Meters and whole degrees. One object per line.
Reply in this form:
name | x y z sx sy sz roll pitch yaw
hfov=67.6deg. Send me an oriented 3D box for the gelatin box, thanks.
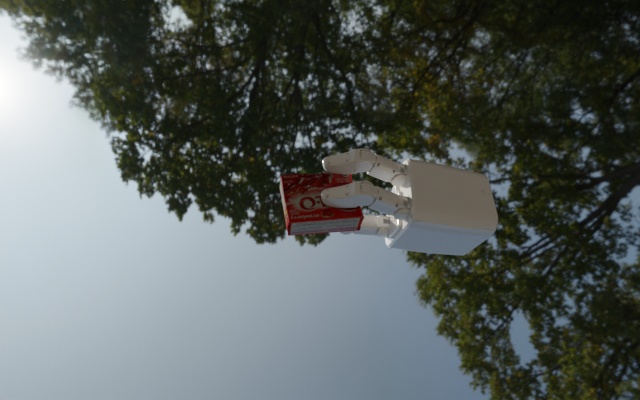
gelatin box | 0.000 0.002 0.568 0.089 0.073 0.030 -4 -39 -11
